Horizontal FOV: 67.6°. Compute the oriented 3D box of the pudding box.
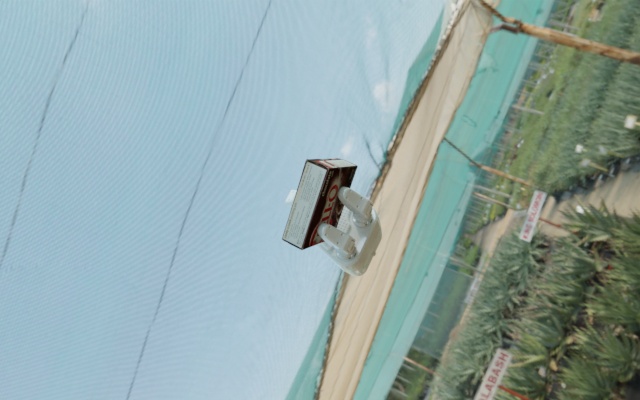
[{"bbox_3d":[0.000,0.002,0.624,0.039,0.113,0.090,22,15,22],"label":"pudding box"}]
